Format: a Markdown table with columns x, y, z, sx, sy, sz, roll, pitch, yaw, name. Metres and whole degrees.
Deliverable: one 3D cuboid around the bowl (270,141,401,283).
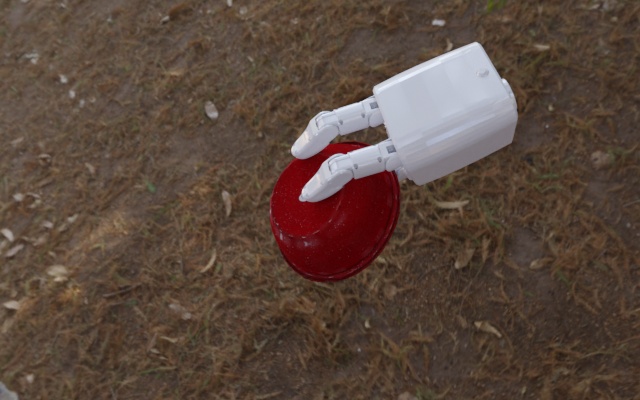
| x | y | z | sx | sy | sz | roll | pitch | yaw | name |
| --- | --- | --- | --- | --- | --- | --- | --- | --- | --- |
| -0.001 | 0.002 | 0.503 | 0.162 | 0.162 | 0.055 | 0 | -18 | 37 | bowl |
